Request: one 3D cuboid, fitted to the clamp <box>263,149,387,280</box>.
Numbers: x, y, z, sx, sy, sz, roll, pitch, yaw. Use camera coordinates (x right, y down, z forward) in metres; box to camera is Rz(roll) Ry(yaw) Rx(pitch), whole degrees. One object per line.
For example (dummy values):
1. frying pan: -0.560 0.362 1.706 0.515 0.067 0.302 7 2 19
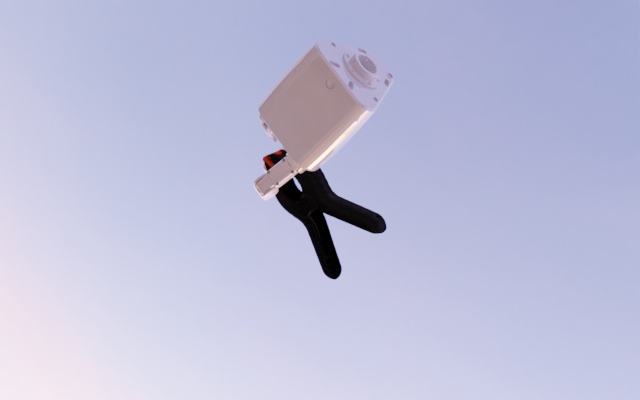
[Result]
1. clamp: 0.000 0.002 0.559 0.120 0.171 0.039 -40 -6 39
